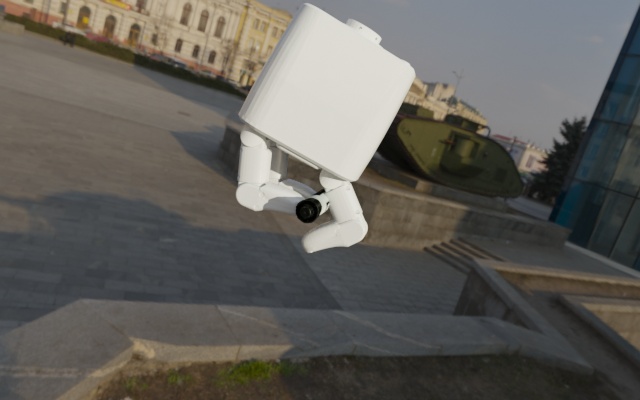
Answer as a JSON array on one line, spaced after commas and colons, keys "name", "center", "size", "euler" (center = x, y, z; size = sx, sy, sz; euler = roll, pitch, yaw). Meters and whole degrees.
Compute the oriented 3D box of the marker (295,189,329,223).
[{"name": "marker", "center": [0.000, 0.001, 0.419], "size": [0.020, 0.020, 0.121], "euler": [0, 7, 11]}]
